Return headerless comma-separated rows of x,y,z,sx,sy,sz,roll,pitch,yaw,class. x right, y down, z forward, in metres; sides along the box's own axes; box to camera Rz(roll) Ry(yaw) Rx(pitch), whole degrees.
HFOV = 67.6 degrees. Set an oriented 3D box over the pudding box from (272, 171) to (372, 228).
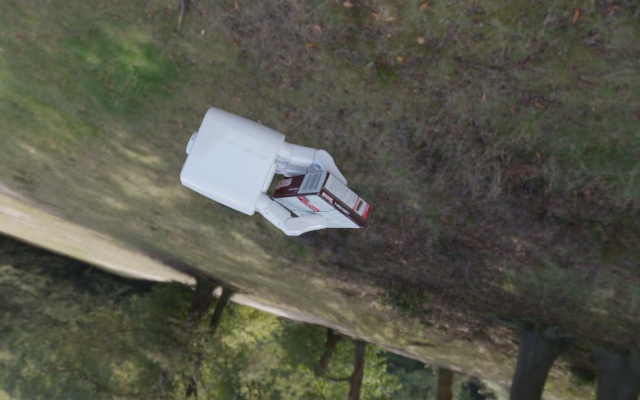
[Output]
0.000,0.002,0.658,0.090,0.039,0.113,36,-21,-30,pudding box
